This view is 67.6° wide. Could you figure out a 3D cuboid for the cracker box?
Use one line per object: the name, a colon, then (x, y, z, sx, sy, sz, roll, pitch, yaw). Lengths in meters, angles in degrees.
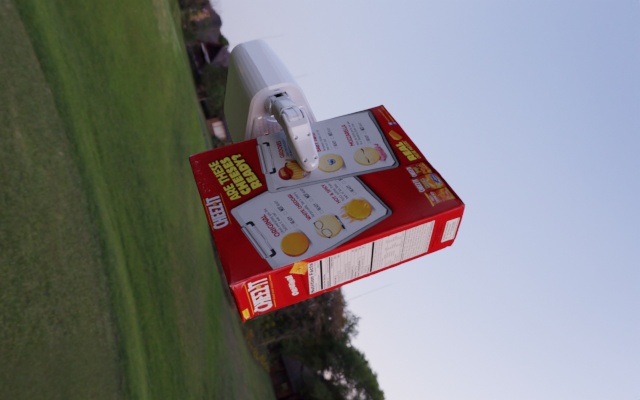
cracker box: (0.000, 0.001, 0.462, 0.213, 0.164, 0.072, -18, -41, -13)
